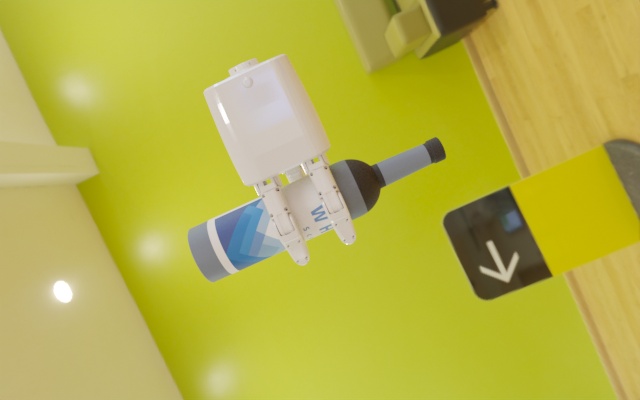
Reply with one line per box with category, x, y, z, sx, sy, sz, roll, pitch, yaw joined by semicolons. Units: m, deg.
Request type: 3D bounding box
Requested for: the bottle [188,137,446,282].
bottle;0.000;0.002;0.536;0.296;0.069;0.069;-24;-1;1
